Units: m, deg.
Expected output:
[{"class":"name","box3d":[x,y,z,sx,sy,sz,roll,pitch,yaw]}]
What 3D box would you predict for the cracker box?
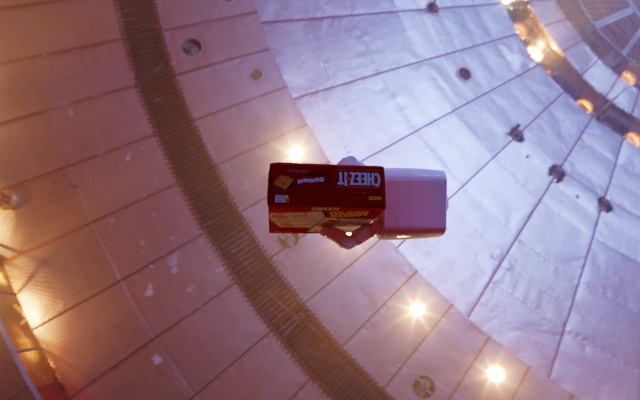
[{"class":"cracker box","box3d":[0.000,0.003,0.752,0.164,0.072,0.214,1,-14,-5]}]
